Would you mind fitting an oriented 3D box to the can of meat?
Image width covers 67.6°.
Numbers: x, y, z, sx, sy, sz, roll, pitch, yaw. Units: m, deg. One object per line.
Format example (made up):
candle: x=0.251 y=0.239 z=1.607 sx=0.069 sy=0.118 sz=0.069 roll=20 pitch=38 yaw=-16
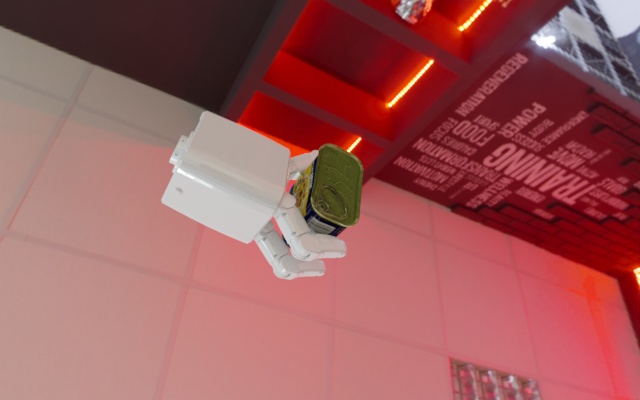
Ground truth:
can of meat: x=0.000 y=0.002 z=0.538 sx=0.057 sy=0.102 sz=0.084 roll=24 pitch=-41 yaw=-19
